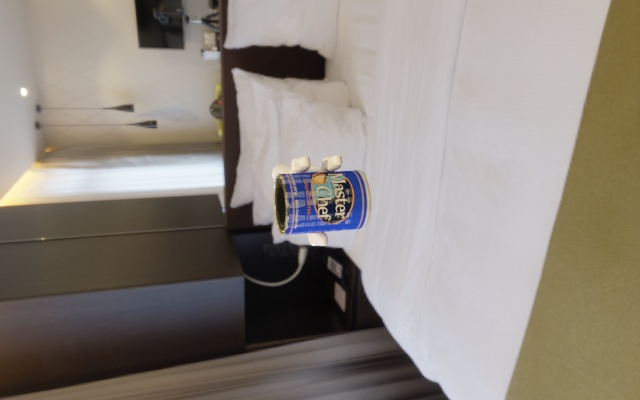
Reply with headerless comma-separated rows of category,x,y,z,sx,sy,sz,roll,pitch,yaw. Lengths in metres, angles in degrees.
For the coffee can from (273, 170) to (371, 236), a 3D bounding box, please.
coffee can,0.000,0.003,0.794,0.140,0.103,0.103,-4,1,-17
